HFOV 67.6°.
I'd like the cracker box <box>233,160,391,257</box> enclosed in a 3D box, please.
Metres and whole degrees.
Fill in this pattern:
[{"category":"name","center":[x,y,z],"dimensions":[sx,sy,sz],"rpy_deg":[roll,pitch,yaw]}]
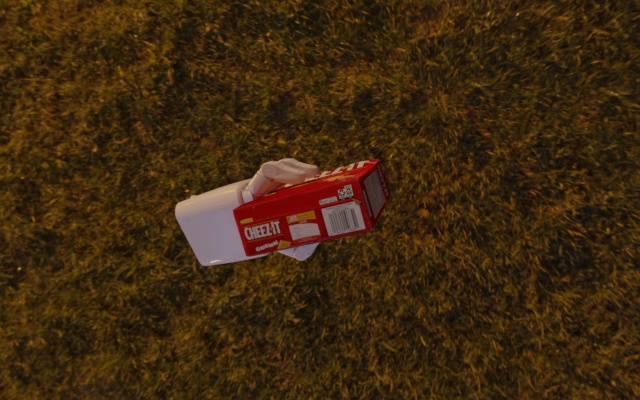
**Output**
[{"category":"cracker box","center":[0.000,0.002,0.659],"dimensions":[0.164,0.072,0.213],"rpy_deg":[-14,8,16]}]
